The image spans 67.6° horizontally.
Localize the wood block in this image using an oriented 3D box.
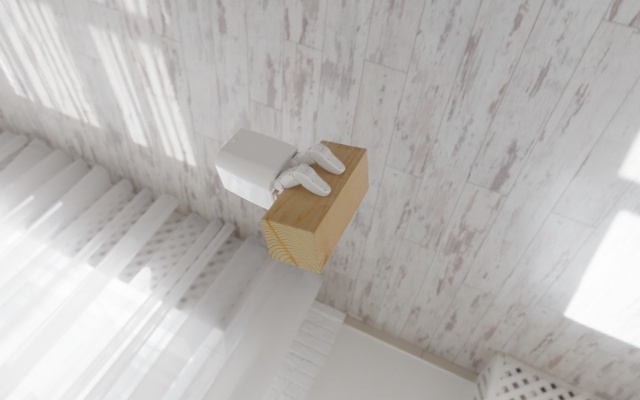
[{"bbox_3d":[0.000,0.003,0.769,0.090,0.091,0.206,14,46,22],"label":"wood block"}]
